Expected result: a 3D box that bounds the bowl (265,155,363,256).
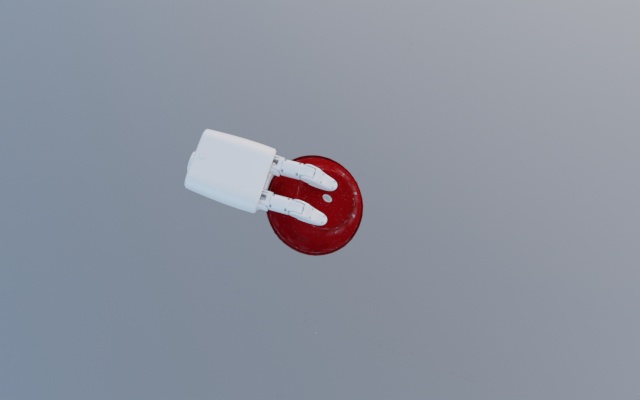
[{"bbox_3d":[0.002,0.002,0.732,0.162,0.162,0.055,0,-9,-18],"label":"bowl"}]
